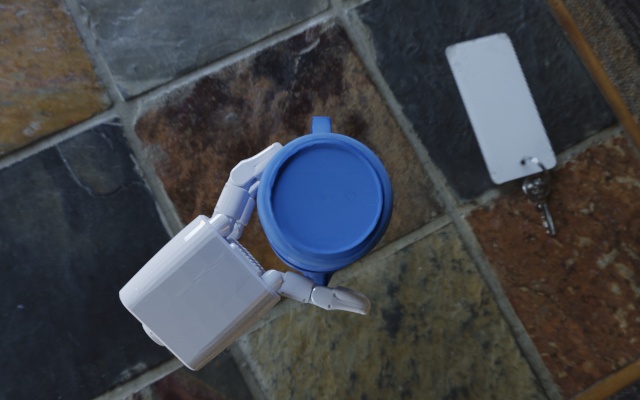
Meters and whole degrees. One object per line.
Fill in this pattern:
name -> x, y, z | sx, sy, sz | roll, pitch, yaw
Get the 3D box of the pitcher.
pitcher -> 0.000, 0.002, 0.486 | 0.145, 0.149, 0.243 | -43, -4, -6
